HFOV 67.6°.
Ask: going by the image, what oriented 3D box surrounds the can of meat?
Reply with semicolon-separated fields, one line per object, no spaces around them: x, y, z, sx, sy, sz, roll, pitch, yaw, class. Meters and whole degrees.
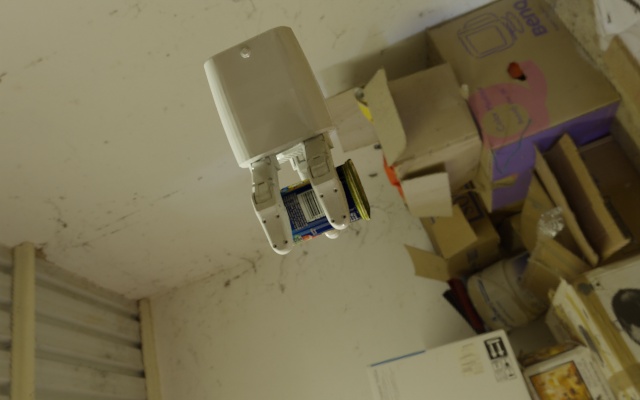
0.000;0.002;0.469;0.084;0.057;0.102;-21;5;8;can of meat
